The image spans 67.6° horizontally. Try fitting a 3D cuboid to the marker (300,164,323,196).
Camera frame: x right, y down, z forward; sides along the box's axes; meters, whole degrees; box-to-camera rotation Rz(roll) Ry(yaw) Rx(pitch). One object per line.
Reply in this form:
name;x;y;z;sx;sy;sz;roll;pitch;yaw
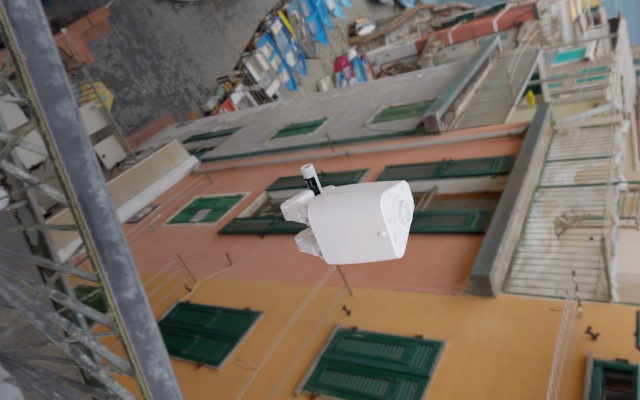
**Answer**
marker;0.000;0.002;0.711;0.020;0.121;0.020;-18;24;8
